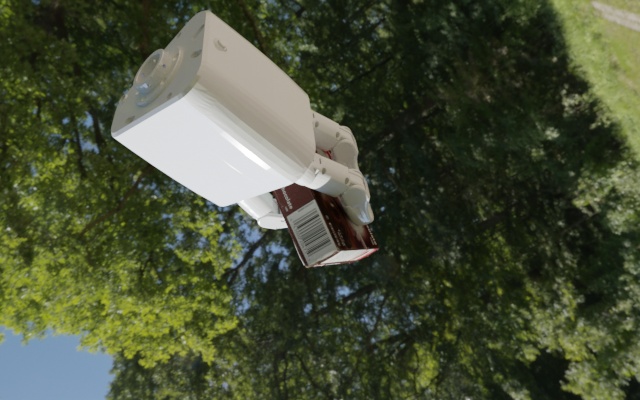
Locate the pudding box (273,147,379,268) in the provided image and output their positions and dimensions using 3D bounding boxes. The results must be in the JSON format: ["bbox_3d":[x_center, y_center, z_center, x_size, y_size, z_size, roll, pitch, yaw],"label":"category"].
[{"bbox_3d":[0.000,0.001,0.427,0.039,0.113,0.090,-29,-17,24],"label":"pudding box"}]
